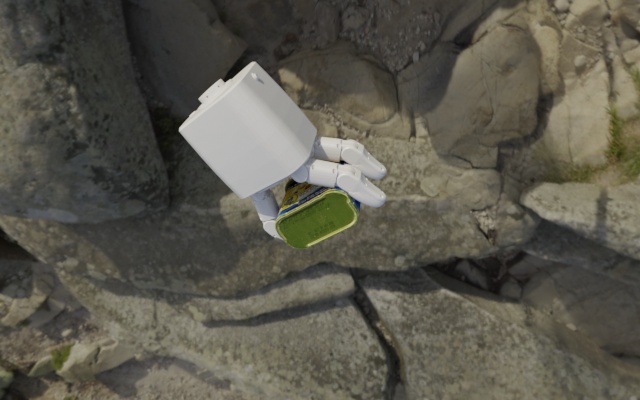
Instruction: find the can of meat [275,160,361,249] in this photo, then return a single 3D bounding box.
[{"bbox_3d":[0.000,0.002,0.558,0.102,0.057,0.084,-28,24,23],"label":"can of meat"}]
